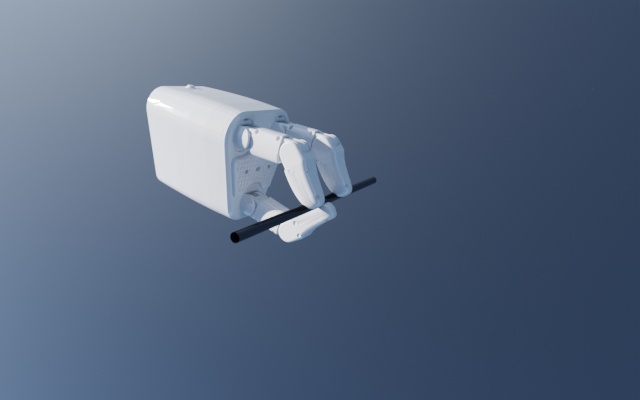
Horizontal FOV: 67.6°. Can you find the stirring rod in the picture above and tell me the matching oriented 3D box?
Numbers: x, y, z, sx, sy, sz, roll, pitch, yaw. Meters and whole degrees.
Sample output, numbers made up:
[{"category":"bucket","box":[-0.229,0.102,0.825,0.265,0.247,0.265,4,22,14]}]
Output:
[{"category":"stirring rod","box":[0.000,0.001,0.427,0.011,0.011,0.239,0,11,30]}]
